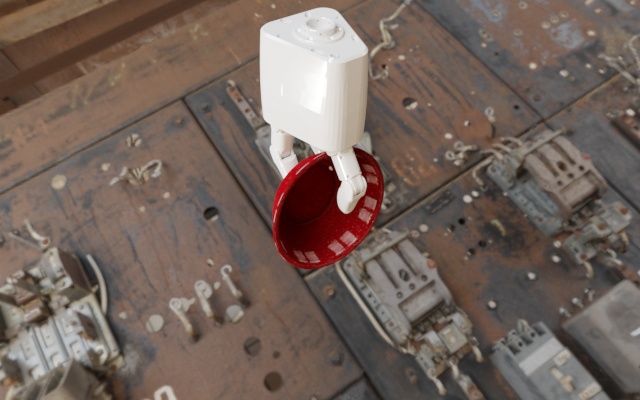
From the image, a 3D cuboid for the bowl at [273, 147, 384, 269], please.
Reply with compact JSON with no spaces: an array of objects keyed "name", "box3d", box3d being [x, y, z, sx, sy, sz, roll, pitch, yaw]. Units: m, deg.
[{"name":"bowl","box3d":[0.000,0.003,0.587,0.162,0.162,0.055,0,25,-39]}]
